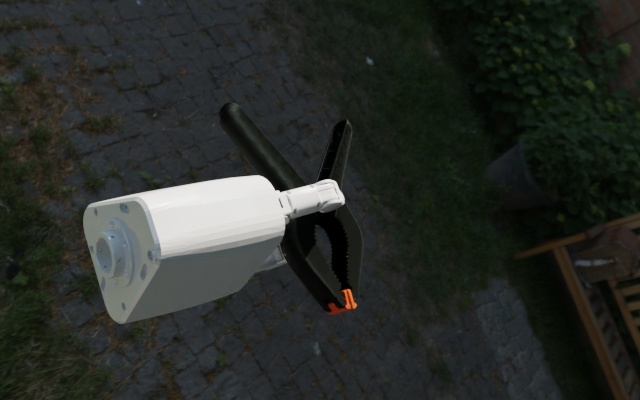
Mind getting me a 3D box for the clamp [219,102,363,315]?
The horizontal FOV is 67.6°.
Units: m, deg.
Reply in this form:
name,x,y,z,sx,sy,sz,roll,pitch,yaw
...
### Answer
name,x,y,z,sx,sy,sz,roll,pitch,yaw
clamp,0.001,0.002,0.465,0.164,0.210,0.036,-11,-12,-45
